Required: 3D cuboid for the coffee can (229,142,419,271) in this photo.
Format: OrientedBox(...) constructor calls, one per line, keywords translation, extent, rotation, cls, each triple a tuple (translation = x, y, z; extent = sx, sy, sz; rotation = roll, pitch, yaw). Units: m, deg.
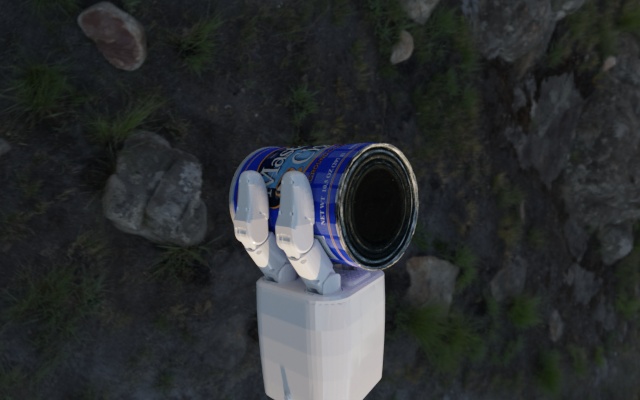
OrientedBox(translation=(0.000, 0.001, 0.428), extent=(0.103, 0.103, 0.140), rotation=(0, 3, -44), cls="coffee can")
